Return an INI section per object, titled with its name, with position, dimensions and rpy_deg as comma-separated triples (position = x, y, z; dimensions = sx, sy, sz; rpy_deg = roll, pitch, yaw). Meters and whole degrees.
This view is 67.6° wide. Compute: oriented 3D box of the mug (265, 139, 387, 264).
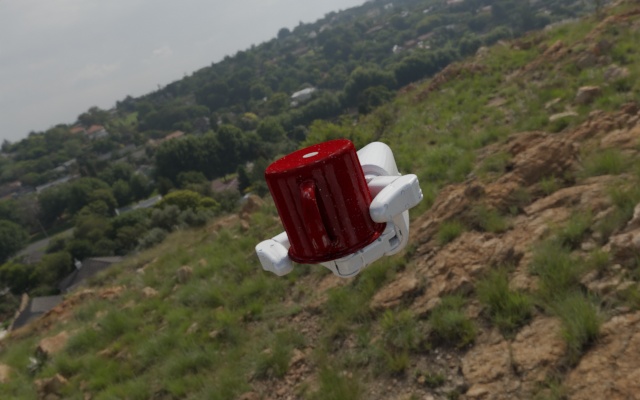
[mug]
position = 0.000, 0.002, 0.405
dimensions = 0.093, 0.081, 0.117
rpy_deg = -16, 17, 13
